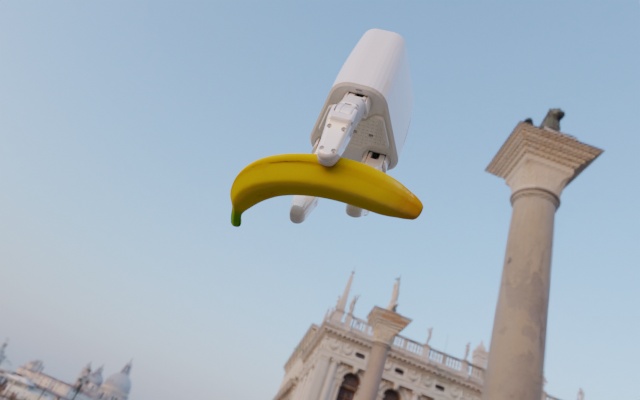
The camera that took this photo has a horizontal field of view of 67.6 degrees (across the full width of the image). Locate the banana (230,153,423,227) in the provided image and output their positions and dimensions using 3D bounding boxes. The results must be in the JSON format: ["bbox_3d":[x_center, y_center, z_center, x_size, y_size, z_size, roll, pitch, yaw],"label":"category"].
[{"bbox_3d":[-0.010,-0.012,0.427,0.198,0.070,0.037,-2,43,29],"label":"banana"}]
